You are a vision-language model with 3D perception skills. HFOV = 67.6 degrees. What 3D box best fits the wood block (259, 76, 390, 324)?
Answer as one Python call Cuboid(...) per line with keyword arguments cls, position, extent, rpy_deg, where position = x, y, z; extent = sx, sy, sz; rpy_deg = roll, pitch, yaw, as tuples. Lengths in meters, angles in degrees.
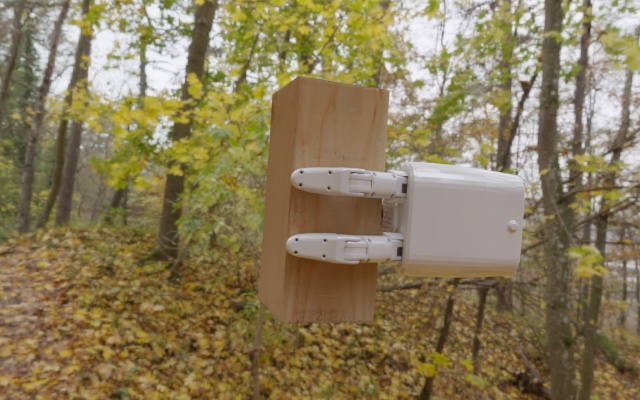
Cuboid(cls="wood block", position=(0.000, 0.001, 0.450), extent=(0.090, 0.206, 0.091), rpy_deg=(4, 1, -19))
